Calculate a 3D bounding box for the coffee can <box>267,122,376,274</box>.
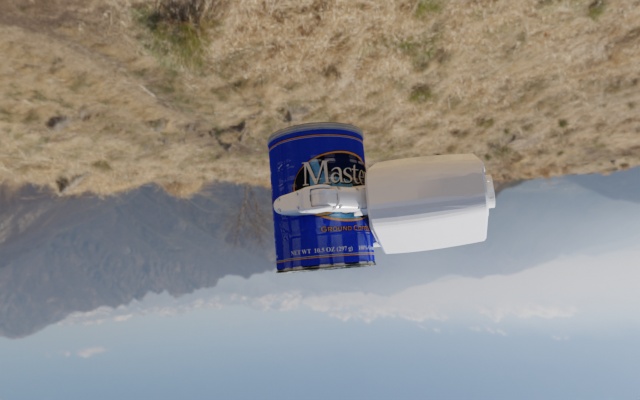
[{"bbox_3d":[0.000,0.001,0.497,0.103,0.140,0.103,-5,-9,-1],"label":"coffee can"}]
